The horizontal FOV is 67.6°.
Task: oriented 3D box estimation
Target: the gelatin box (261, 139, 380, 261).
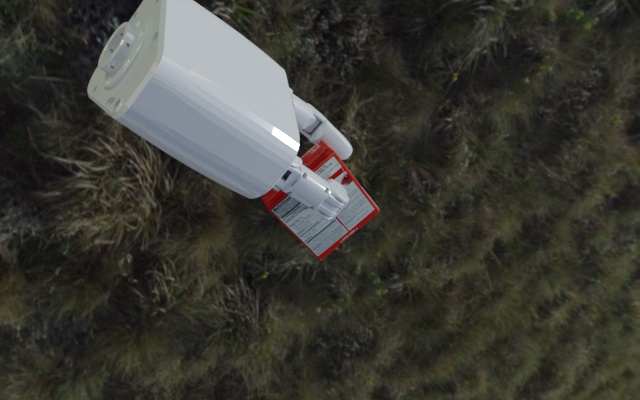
[{"bbox_3d":[0.000,0.002,0.423,0.089,0.073,0.030,48,2,-39],"label":"gelatin box"}]
